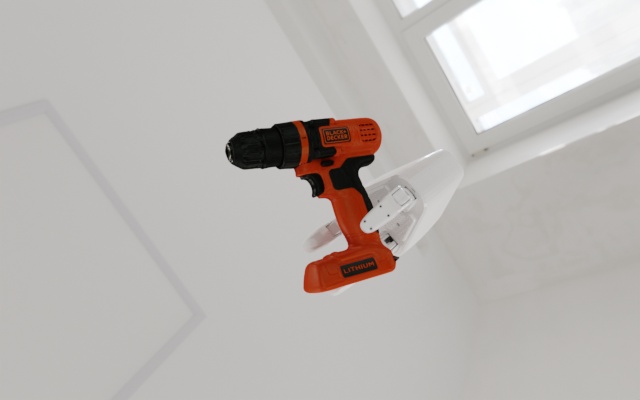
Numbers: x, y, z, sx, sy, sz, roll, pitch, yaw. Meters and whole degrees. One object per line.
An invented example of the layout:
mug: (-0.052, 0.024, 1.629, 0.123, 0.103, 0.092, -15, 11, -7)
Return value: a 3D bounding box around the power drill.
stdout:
power drill: (0.000, 0.002, 0.524, 0.184, 0.187, 0.057, -11, -4, -24)
